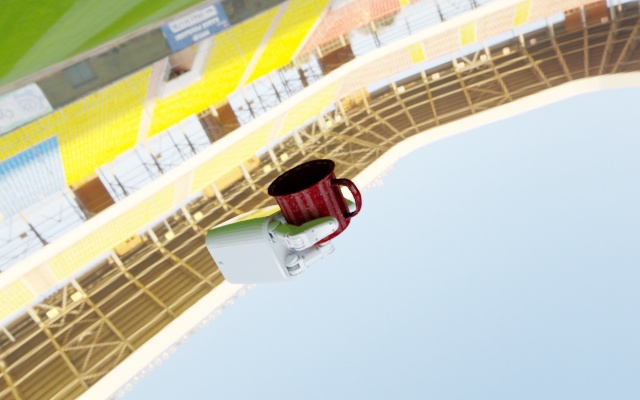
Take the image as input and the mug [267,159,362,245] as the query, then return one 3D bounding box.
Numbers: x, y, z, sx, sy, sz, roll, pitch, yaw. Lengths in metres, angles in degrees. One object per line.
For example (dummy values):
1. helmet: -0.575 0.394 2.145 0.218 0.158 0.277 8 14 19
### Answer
1. mug: 0.001 0.002 0.611 0.117 0.081 0.093 -9 27 31
